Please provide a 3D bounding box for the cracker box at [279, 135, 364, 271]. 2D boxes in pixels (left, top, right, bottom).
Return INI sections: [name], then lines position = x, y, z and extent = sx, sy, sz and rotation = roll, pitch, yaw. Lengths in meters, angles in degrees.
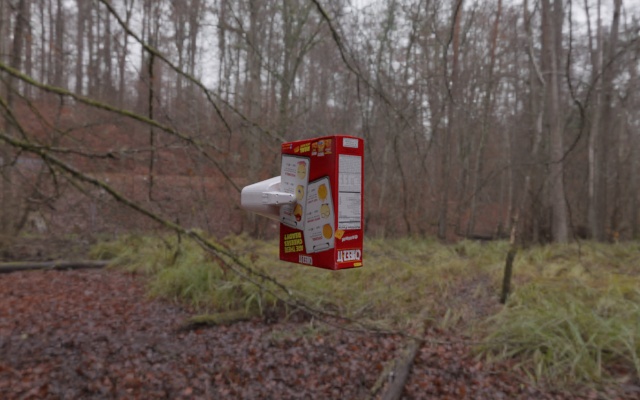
[cracker box]
position = 0.000, 0.003, 0.821
extent = 0.072, 0.213, 0.164
rotation = 0, 0, -37
